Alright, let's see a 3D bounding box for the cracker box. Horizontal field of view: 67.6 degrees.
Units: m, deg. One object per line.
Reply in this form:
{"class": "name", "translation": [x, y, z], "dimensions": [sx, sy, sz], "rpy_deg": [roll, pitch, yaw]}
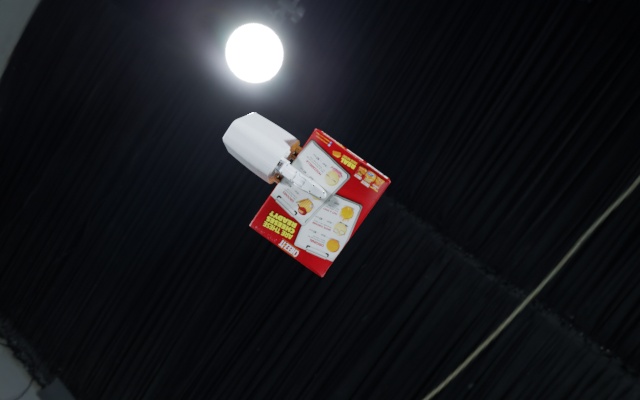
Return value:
{"class": "cracker box", "translation": [0.000, 0.003, 0.874], "dimensions": [0.164, 0.214, 0.072], "rpy_deg": [35, 8, 2]}
